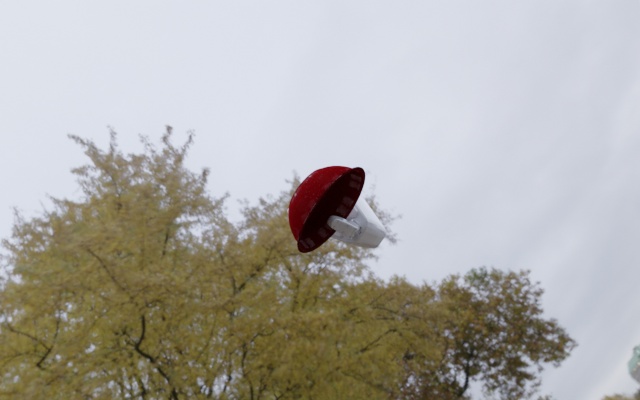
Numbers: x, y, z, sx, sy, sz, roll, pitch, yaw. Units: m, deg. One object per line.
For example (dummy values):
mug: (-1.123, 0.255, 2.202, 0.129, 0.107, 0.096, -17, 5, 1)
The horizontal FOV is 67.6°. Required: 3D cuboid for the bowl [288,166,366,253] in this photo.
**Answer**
bowl: (0.000, 0.002, 0.747, 0.055, 0.162, 0.162, 37, 14, 20)
